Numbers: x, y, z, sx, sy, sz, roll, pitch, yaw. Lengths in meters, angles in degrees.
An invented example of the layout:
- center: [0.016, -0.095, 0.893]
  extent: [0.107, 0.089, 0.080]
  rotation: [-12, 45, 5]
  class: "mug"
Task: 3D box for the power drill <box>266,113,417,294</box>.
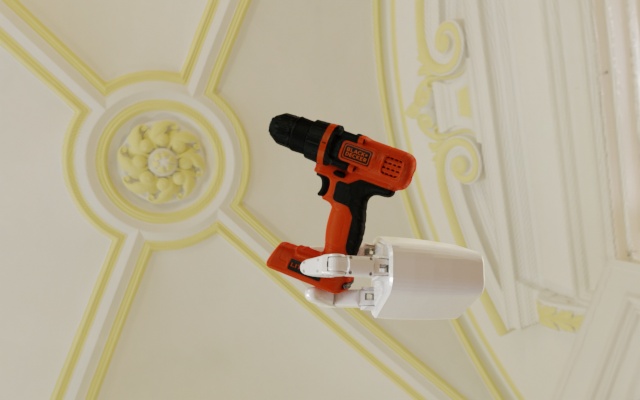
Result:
- center: [0.000, 0.002, 0.571]
  extent: [0.184, 0.187, 0.057]
  rotation: [21, 7, 14]
  class: "power drill"
